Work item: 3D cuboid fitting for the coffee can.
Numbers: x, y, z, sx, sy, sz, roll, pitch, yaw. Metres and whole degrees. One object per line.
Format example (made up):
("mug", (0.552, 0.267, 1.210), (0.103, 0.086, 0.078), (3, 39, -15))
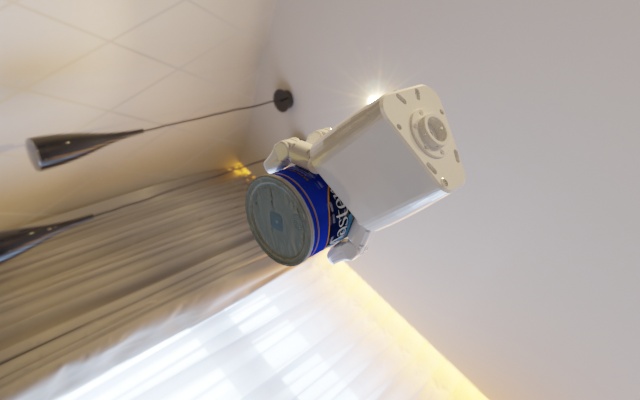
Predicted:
("coffee can", (0.000, 0.002, 0.551), (0.103, 0.103, 0.140), (0, 18, 46))
